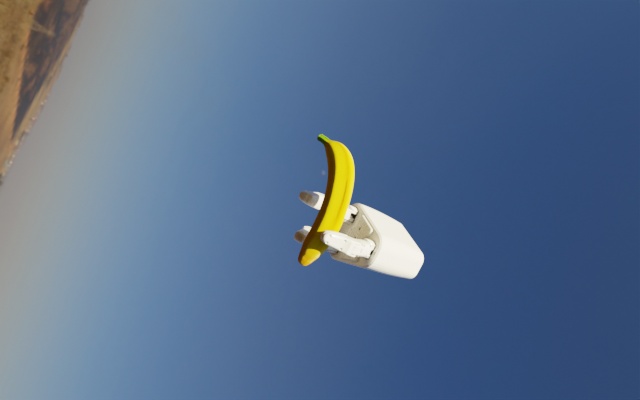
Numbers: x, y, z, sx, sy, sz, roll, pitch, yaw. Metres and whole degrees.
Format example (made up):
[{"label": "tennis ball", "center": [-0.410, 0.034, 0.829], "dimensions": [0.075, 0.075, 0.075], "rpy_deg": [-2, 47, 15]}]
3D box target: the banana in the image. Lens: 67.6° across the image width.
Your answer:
[{"label": "banana", "center": [0.013, -0.002, 0.684], "dimensions": [0.037, 0.197, 0.069], "rpy_deg": [20, -15, -39]}]
